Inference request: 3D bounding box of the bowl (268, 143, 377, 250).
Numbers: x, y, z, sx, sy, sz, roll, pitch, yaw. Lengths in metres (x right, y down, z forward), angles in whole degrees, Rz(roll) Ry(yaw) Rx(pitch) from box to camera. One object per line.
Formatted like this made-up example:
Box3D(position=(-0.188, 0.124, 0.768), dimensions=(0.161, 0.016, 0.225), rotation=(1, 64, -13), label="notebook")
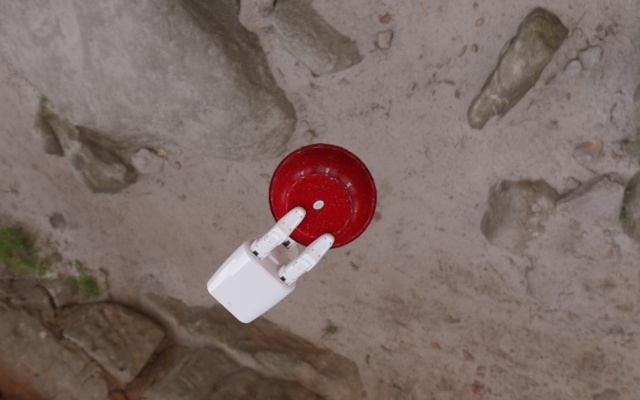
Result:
Box3D(position=(0.001, 0.001, 0.680), dimensions=(0.162, 0.162, 0.055), rotation=(0, 14, 6), label="bowl")
